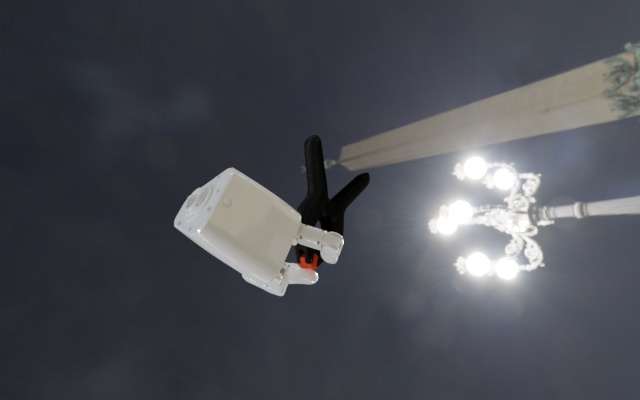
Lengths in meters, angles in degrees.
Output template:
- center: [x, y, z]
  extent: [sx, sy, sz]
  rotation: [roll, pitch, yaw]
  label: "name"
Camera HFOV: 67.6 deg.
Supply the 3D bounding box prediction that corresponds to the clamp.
- center: [0.000, 0.002, 0.629]
  extent: [0.120, 0.171, 0.039]
  rotation: [38, -30, -26]
  label: "clamp"
